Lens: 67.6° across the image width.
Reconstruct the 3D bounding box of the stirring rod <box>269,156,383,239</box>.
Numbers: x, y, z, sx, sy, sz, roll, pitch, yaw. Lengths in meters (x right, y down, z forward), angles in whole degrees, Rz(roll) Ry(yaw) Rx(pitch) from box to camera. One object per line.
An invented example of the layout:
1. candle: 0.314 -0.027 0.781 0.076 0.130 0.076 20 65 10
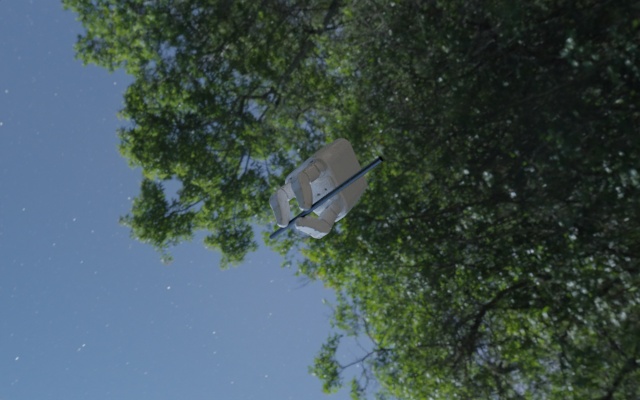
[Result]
1. stirring rod: 0.000 0.002 0.689 0.011 0.011 0.240 0 -28 -47
